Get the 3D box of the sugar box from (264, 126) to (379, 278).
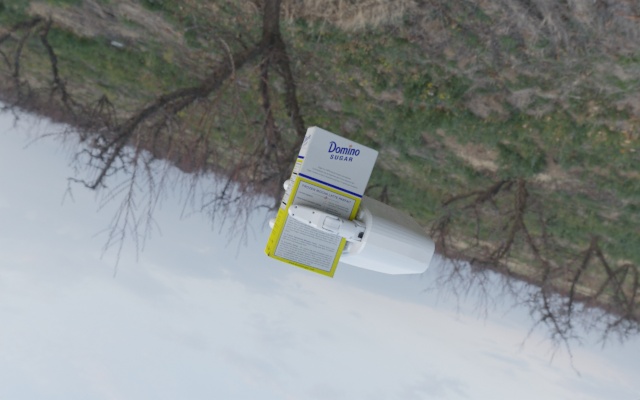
[{"bbox_3d":[0.000,0.002,0.621,0.093,0.176,0.048,20,-1,-17],"label":"sugar box"}]
